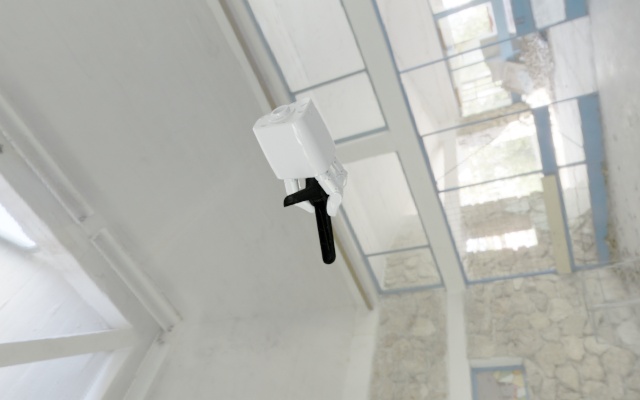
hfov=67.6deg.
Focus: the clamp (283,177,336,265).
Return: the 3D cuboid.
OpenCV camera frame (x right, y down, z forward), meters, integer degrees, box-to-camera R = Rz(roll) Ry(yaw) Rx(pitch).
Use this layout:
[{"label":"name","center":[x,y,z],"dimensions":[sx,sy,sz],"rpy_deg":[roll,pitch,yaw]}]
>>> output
[{"label":"clamp","center":[-0.001,0.003,0.883],"dimensions":[0.036,0.165,0.209],"rpy_deg":[-14,32,23]}]
